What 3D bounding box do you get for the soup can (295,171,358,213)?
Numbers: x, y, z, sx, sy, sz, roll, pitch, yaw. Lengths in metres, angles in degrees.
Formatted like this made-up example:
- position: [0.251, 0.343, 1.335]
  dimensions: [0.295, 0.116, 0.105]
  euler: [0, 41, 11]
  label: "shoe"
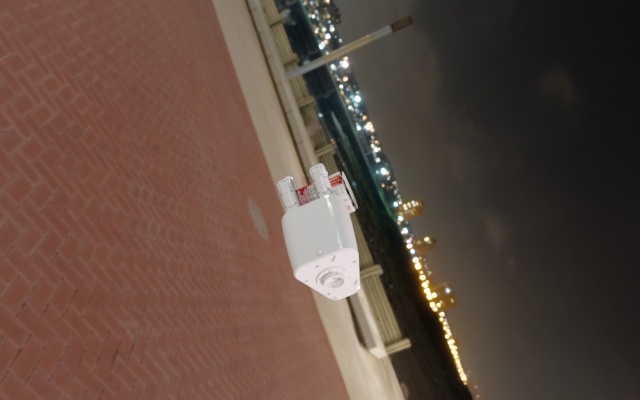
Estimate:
- position: [0.000, 0.002, 0.760]
  dimensions: [0.102, 0.068, 0.068]
  euler: [-23, -3, 7]
  label: "soup can"
